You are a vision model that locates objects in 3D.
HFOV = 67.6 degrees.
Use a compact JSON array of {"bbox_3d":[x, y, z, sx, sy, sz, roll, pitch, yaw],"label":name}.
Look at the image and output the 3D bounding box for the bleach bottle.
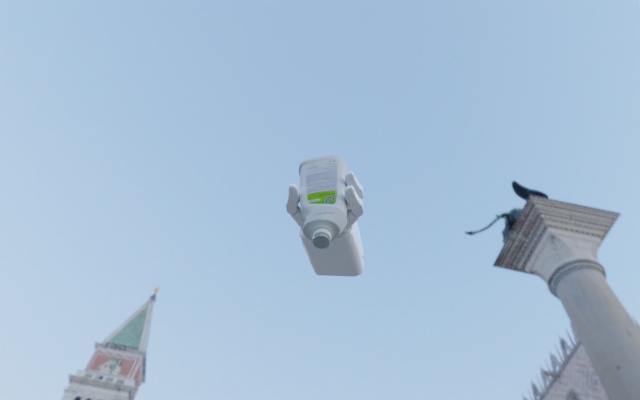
[{"bbox_3d":[0.000,0.003,0.887,0.102,0.068,0.250,-11,31,11],"label":"bleach bottle"}]
